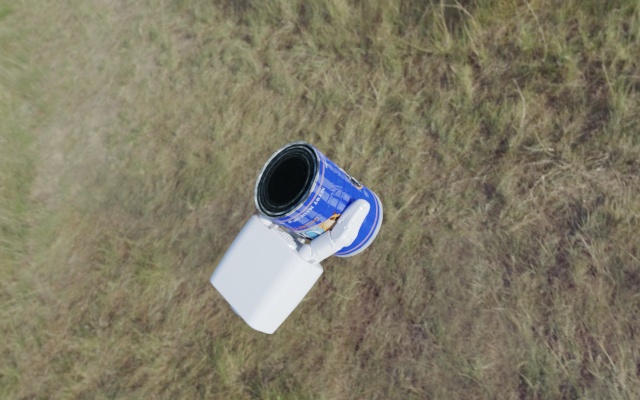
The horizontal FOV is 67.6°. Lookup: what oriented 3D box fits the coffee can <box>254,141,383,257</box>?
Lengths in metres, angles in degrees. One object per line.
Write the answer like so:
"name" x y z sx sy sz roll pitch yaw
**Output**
"coffee can" 0.000 0.002 0.614 0.103 0.102 0.140 0 -24 42
